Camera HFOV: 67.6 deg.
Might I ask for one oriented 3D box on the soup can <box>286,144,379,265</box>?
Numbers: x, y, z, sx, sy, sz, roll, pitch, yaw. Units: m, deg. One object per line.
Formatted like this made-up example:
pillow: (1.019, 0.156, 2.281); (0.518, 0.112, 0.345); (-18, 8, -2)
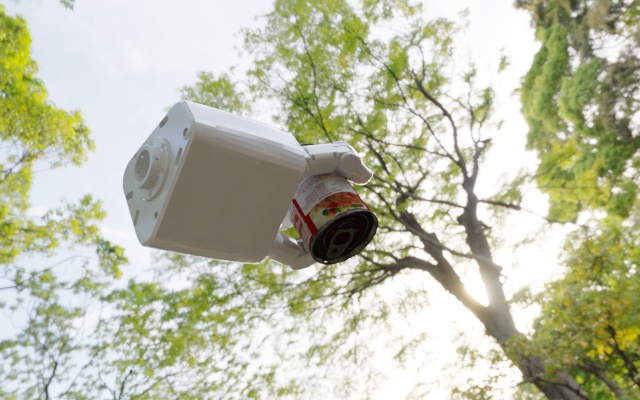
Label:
soup can: (0.000, 0.001, 0.456); (0.068, 0.068, 0.102); (0, 40, -36)
